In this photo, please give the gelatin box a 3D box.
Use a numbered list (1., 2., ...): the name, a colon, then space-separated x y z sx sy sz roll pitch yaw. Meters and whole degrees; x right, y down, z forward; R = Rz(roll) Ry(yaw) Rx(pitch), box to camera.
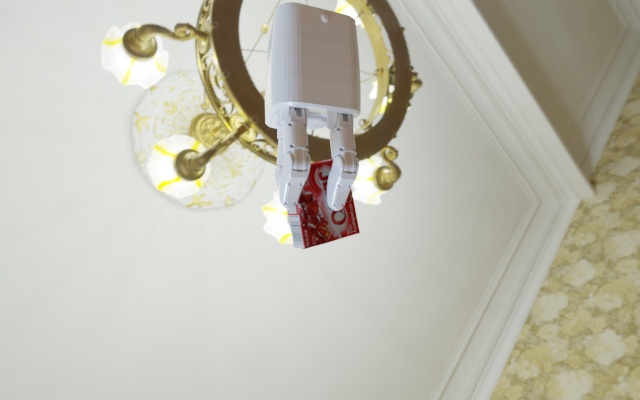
1. gelatin box: 0.000 0.002 0.525 0.073 0.089 0.030 -14 7 -30
